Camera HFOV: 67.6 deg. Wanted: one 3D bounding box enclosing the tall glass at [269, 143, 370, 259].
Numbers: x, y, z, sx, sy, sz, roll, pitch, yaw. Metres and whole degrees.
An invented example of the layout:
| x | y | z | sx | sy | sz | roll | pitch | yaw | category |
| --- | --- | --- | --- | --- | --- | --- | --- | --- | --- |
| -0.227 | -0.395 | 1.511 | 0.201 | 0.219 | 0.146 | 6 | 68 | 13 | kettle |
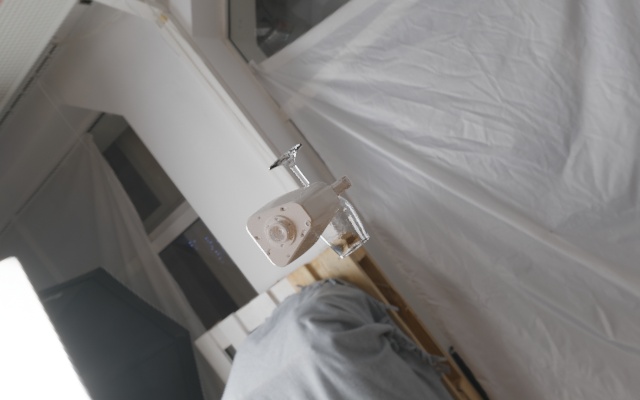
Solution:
| x | y | z | sx | sy | sz | roll | pitch | yaw | category |
| --- | --- | --- | --- | --- | --- | --- | --- | --- | --- |
| 0.000 | 0.002 | 0.825 | 0.079 | 0.201 | 0.079 | -38 | -1 | -1 | tall glass |
